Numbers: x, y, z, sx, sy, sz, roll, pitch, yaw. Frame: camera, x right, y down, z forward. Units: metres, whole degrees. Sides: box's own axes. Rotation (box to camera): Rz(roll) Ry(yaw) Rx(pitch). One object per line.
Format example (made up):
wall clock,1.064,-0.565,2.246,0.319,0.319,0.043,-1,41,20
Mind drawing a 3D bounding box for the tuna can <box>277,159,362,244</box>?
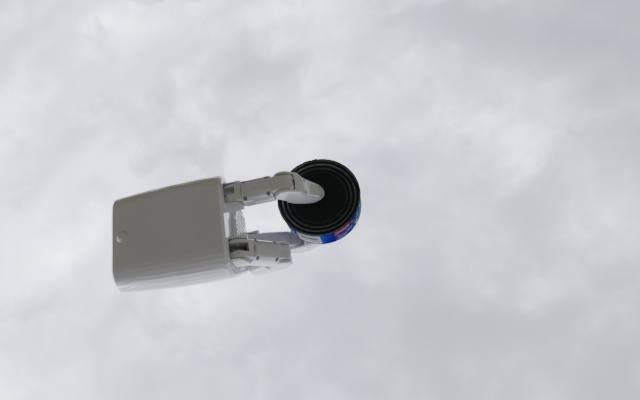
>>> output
tuna can,0.000,0.002,0.499,0.086,0.086,0.034,0,-24,9
